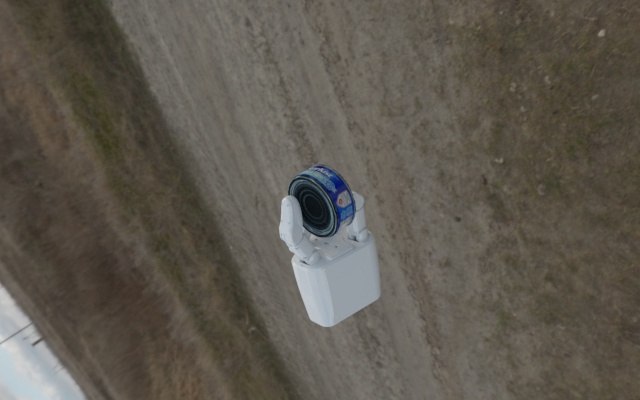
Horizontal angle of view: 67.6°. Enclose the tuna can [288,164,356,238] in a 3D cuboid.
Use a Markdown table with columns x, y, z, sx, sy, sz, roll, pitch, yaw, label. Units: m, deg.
| x | y | z | sx | sy | sz | roll | pitch | yaw | label |
| --- | --- | --- | --- | --- | --- | --- | --- | --- | --- |
| 0.000 | 0.002 | 0.579 | 0.033 | 0.086 | 0.086 | -32 | 20 | -35 | tuna can |
